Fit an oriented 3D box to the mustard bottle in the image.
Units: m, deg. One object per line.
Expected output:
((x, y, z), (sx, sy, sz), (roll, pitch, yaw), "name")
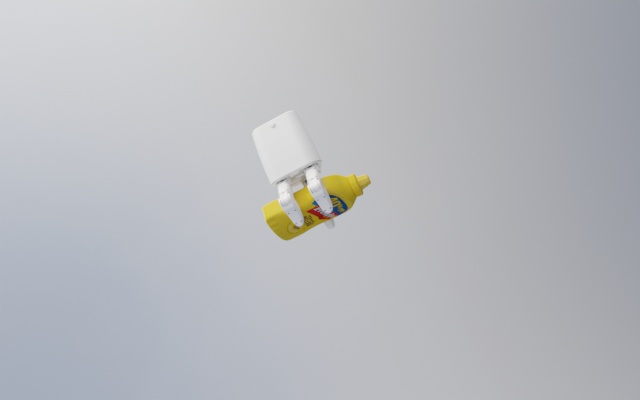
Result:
((0.000, 0.003, 0.849), (0.191, 0.058, 0.096), (-26, -37, 10), "mustard bottle")
